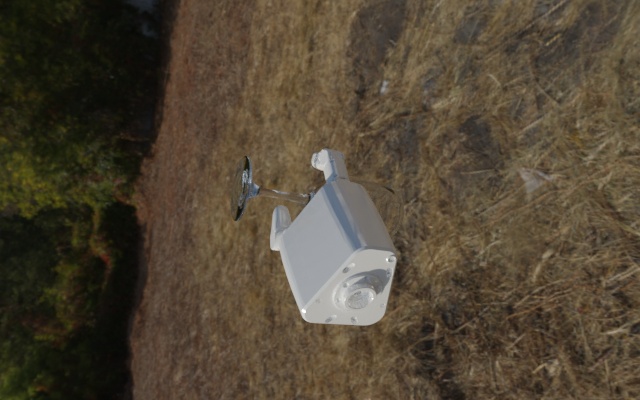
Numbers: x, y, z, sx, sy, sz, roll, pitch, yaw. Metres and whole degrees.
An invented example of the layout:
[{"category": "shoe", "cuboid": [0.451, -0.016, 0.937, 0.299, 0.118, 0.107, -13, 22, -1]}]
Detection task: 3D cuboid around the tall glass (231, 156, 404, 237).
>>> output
[{"category": "tall glass", "cuboid": [-0.001, 0.002, 0.573, 0.201, 0.079, 0.079, 9, -4, -24]}]
